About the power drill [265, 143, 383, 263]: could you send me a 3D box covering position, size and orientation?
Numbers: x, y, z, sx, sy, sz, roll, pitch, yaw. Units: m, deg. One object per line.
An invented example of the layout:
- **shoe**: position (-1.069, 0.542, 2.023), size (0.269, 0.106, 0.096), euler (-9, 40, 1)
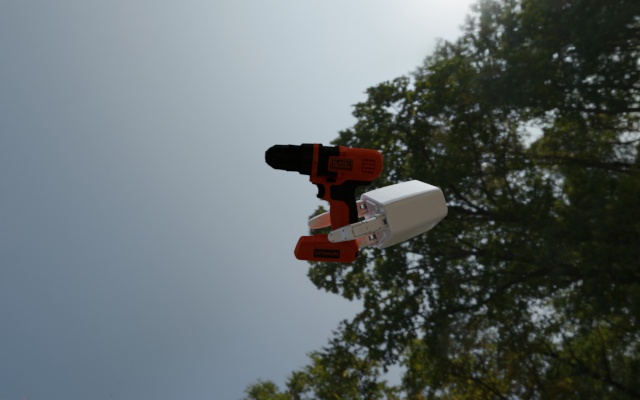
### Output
- **power drill**: position (0.000, 0.003, 0.763), size (0.184, 0.188, 0.057), euler (4, 16, -1)
